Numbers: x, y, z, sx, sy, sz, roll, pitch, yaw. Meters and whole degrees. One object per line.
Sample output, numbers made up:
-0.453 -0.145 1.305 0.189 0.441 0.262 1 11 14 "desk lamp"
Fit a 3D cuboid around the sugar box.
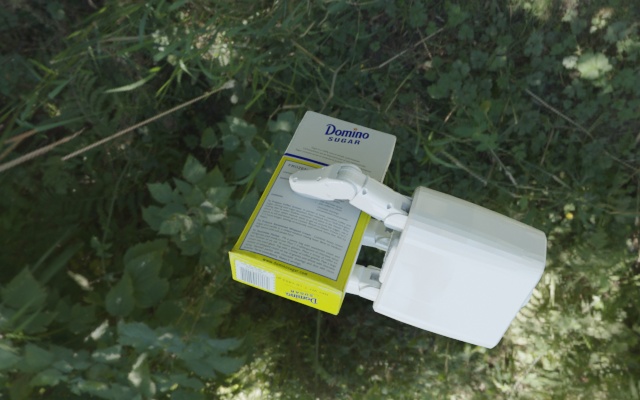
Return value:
0.000 0.002 0.418 0.093 0.176 0.048 18 -40 8 "sugar box"
